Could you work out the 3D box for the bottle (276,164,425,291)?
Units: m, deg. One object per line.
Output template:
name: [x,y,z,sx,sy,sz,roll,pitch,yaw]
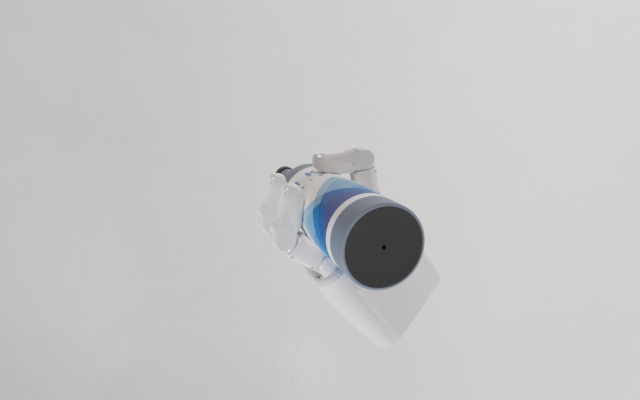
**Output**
bottle: [0.000,0.002,0.478,0.069,0.069,0.295,0,13,-19]
